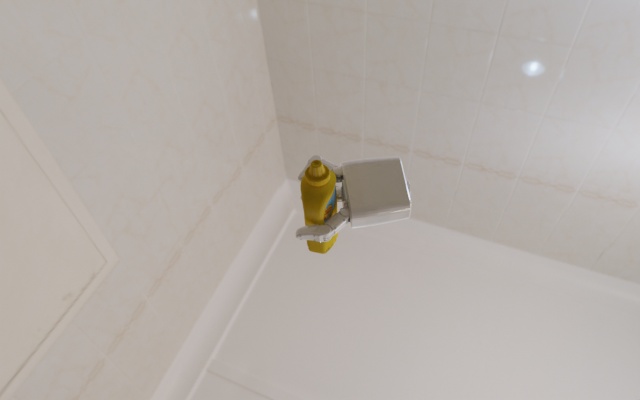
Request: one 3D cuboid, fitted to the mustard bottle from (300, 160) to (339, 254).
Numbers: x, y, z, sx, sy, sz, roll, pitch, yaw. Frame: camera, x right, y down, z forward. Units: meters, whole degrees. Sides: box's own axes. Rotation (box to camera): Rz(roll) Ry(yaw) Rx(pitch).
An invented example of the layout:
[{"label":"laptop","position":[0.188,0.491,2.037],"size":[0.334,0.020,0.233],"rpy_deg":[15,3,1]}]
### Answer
[{"label":"mustard bottle","position":[0.000,0.003,0.823],"size":[0.058,0.096,0.192],"rpy_deg":[11,-38,13]}]
